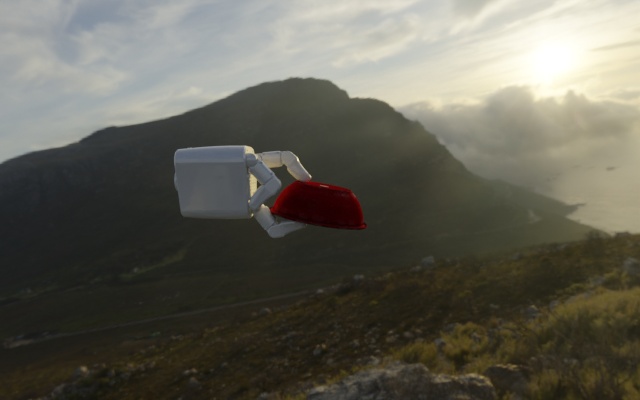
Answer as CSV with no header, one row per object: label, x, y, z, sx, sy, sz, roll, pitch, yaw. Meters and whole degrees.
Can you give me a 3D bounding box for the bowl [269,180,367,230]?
bowl,0.001,0.002,0.766,0.162,0.055,0.162,10,6,-1
